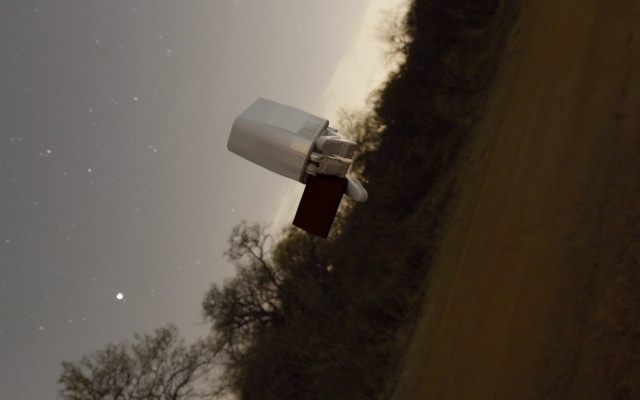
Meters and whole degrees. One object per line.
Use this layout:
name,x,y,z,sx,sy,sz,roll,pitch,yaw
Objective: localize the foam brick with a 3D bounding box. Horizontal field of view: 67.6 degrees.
foam brick,0.000,0.002,0.652,0.051,0.078,0.053,21,17,2
